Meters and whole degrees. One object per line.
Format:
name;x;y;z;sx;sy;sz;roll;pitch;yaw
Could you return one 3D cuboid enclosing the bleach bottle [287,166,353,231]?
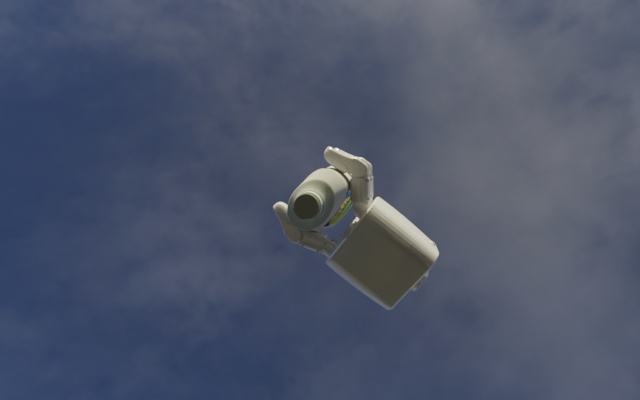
bleach bottle;0.000;0.002;0.635;0.068;0.102;0.251;39;10;4
